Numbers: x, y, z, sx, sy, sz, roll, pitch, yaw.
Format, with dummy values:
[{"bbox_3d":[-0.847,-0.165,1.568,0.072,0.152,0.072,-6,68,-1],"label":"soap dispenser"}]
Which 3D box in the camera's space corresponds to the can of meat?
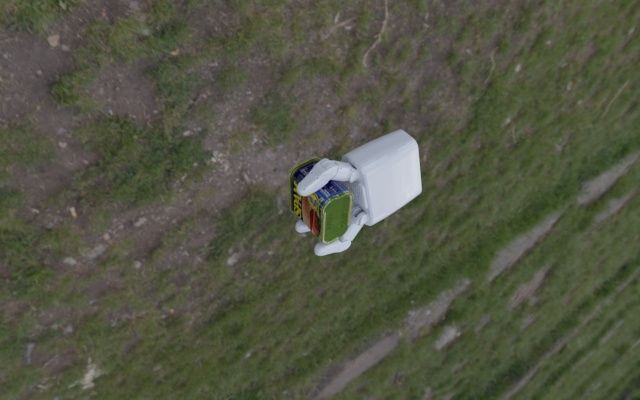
[{"bbox_3d":[0.000,0.002,0.693,0.057,0.102,0.084,-27,53,-24],"label":"can of meat"}]
